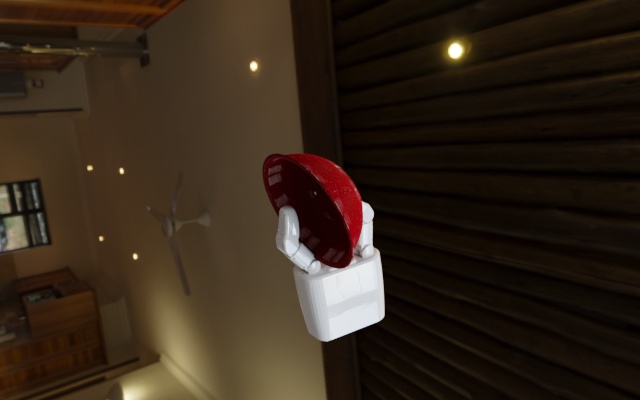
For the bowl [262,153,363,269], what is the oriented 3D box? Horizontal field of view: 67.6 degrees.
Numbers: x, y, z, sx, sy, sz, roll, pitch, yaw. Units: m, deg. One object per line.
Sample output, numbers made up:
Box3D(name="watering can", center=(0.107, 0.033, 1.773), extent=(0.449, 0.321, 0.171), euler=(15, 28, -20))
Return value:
Box3D(name="bowl", center=(0.000, 0.001, 0.580), extent=(0.055, 0.162, 0.162), euler=(-36, 17, -26))
